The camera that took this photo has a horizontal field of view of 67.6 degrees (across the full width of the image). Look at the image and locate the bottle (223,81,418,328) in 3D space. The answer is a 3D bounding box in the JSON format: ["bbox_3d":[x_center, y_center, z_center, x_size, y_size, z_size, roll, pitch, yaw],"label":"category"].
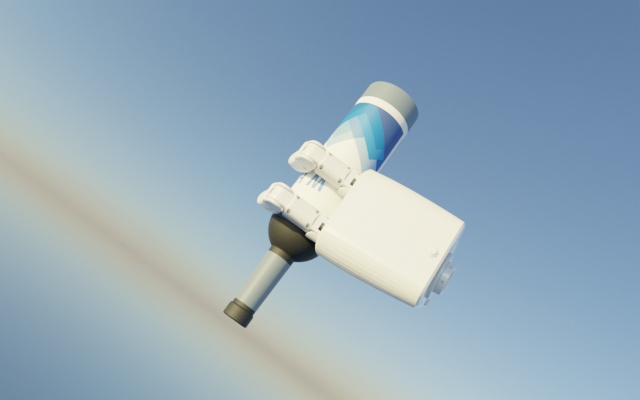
[{"bbox_3d":[0.000,0.001,0.502,0.069,0.295,0.069,32,-18,12],"label":"bottle"}]
